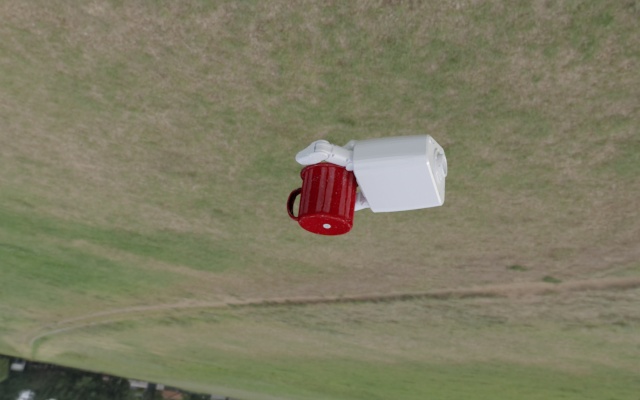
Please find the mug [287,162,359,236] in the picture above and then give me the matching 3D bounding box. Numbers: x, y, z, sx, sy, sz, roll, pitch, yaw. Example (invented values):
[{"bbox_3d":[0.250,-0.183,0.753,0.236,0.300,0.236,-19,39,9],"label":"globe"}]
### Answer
[{"bbox_3d":[-0.001,0.003,0.711,0.117,0.081,0.093,-6,-27,27],"label":"mug"}]
